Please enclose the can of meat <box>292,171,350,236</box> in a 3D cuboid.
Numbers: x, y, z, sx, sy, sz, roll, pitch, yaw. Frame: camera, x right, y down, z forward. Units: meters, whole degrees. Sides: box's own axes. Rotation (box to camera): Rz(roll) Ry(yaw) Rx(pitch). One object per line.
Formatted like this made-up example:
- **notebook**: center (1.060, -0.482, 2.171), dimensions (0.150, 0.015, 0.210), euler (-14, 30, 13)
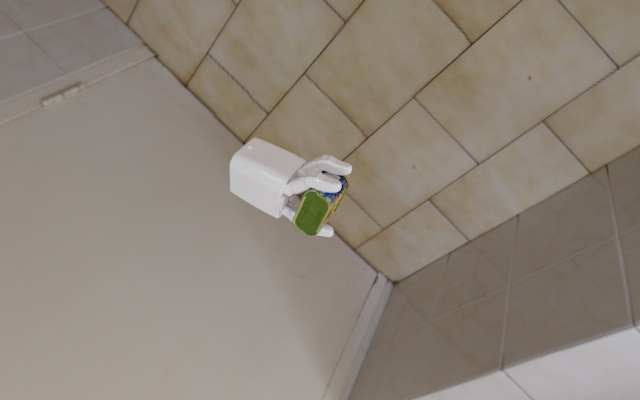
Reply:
- **can of meat**: center (0.000, 0.003, 0.832), dimensions (0.057, 0.102, 0.084), euler (31, 40, 6)
